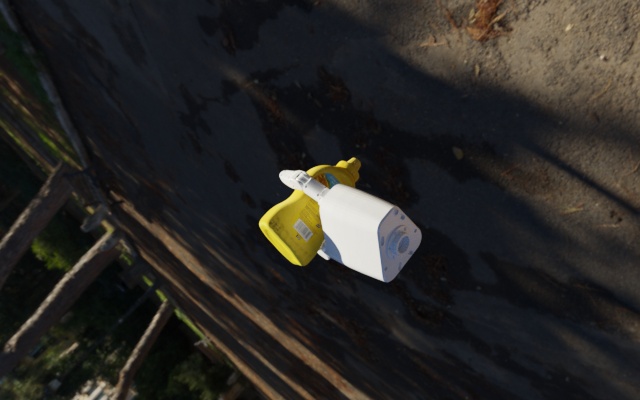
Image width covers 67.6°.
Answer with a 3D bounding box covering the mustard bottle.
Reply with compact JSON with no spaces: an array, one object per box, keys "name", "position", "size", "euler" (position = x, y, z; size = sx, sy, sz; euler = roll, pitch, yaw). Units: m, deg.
[{"name":"mustard bottle","position":[0.000,0.003,0.743],"size":[0.191,0.096,0.058],"euler":[-48,20,-21]}]
